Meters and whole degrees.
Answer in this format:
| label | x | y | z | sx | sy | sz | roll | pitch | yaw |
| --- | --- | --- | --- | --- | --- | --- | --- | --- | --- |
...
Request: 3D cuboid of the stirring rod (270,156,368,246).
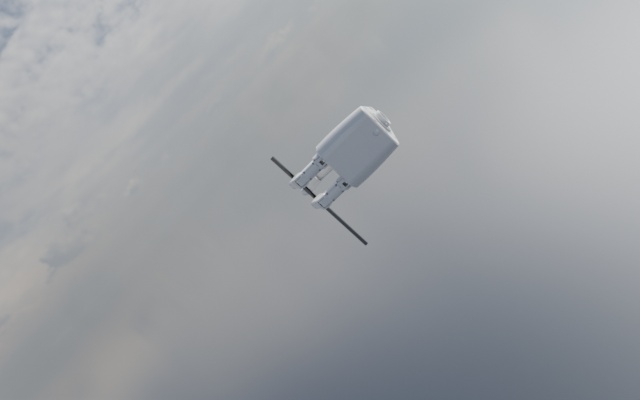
| label | x | y | z | sx | sy | sz | roll | pitch | yaw |
| --- | --- | --- | --- | --- | --- | --- | --- | --- | --- |
| stirring rod | 0.000 | 0.003 | 0.877 | 0.239 | 0.011 | 0.011 | 42 | -11 | -12 |
